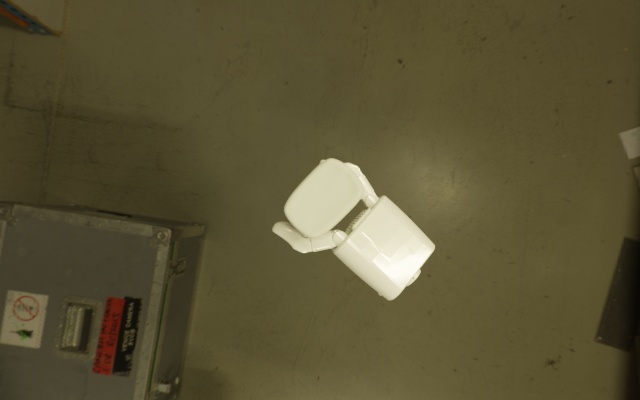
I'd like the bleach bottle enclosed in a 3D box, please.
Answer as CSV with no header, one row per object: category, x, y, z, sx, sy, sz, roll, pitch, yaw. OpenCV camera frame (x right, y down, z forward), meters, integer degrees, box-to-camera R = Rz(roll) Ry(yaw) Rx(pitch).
bleach bottle,0.000,0.002,0.701,0.068,0.102,0.251,45,-2,0
